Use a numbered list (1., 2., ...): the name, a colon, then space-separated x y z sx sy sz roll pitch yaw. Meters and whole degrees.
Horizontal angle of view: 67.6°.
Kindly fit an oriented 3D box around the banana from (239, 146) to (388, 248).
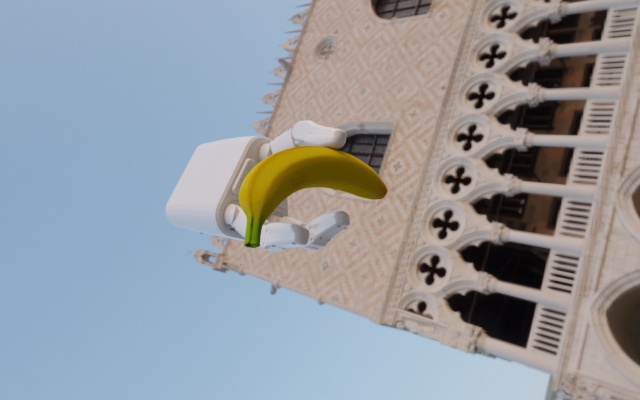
1. banana: -0.006 -0.016 0.431 0.037 0.069 0.198 -5 9 42
